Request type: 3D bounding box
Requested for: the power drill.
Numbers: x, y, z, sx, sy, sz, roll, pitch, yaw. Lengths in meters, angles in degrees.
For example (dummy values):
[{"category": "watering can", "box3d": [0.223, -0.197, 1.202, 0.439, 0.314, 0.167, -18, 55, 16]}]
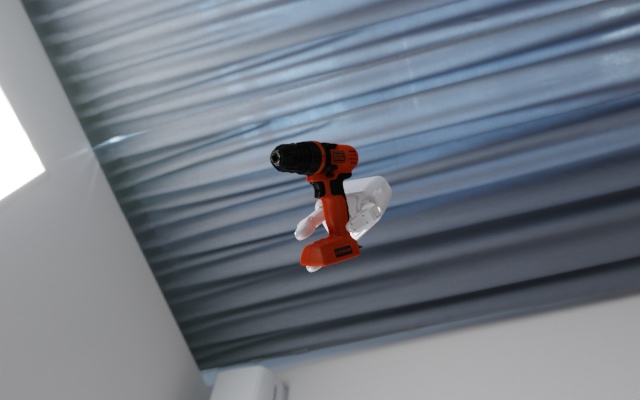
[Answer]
[{"category": "power drill", "box3d": [0.000, 0.003, 0.729, 0.057, 0.187, 0.184, -2, 3, 40]}]
